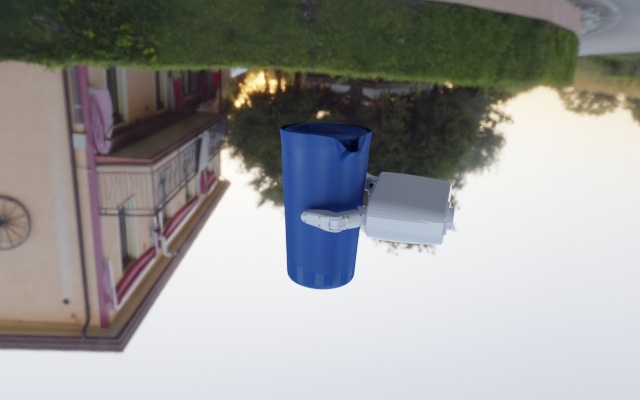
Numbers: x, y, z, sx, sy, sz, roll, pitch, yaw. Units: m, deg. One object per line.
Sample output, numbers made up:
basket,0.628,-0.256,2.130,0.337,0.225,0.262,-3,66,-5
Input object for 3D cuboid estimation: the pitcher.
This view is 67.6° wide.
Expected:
pitcher,0.000,0.002,0.732,0.145,0.243,0.149,7,17,16
